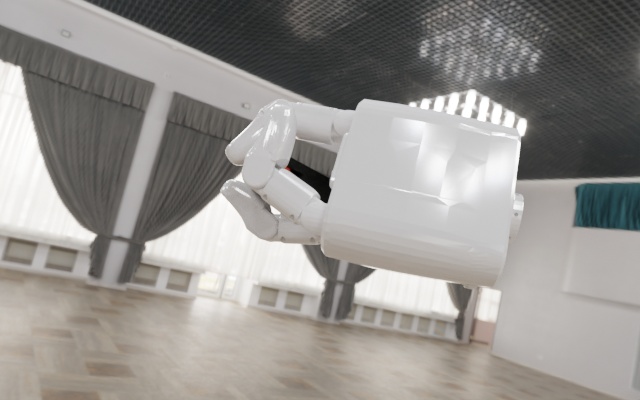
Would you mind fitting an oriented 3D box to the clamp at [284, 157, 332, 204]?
[{"bbox_3d":[0.000,0.001,0.405,0.120,0.039,0.171,12,-7,12],"label":"clamp"}]
